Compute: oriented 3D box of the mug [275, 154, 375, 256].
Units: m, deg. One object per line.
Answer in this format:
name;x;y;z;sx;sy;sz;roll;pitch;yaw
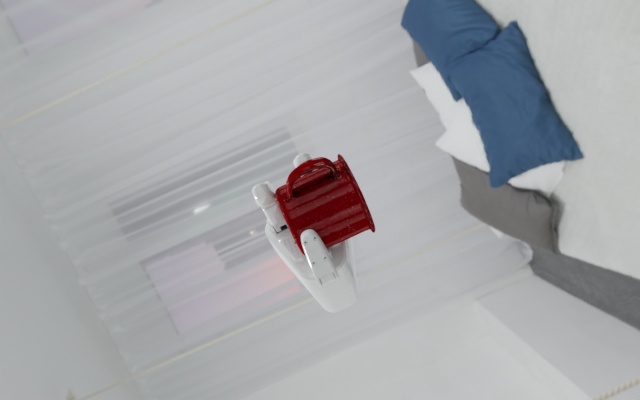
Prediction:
mug;0.000;0.001;0.505;0.081;0.093;0.117;-24;-39;-1
